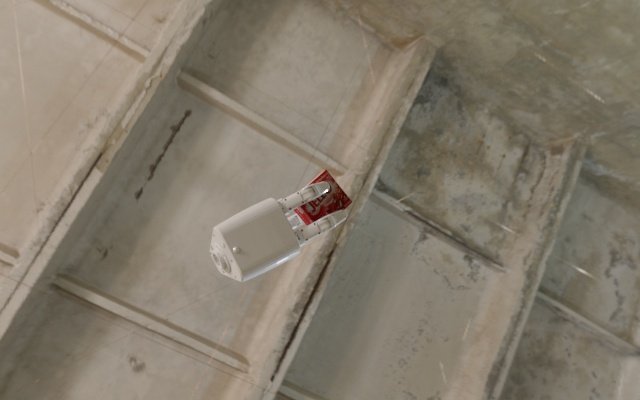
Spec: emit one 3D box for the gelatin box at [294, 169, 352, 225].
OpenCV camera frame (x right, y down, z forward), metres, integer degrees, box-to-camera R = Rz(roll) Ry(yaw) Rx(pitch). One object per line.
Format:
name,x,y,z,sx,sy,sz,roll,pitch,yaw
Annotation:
gelatin box,0.000,0.003,0.802,0.089,0.073,0.030,-42,5,-33
